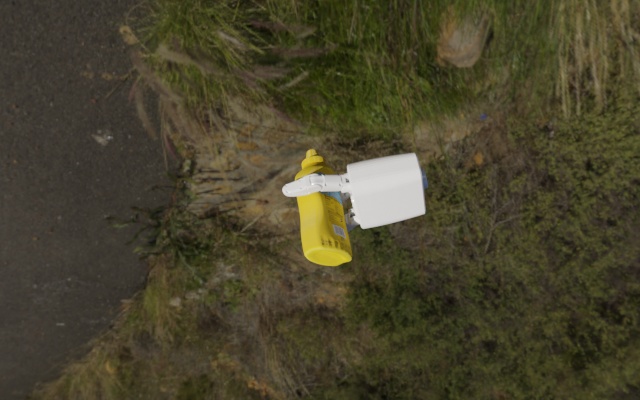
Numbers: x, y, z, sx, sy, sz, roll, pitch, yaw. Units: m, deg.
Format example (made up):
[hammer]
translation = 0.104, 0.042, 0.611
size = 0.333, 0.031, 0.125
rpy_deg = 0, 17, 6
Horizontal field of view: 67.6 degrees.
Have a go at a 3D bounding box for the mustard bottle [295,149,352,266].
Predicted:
[mustard bottle]
translation = 0.000, 0.003, 0.758
size = 0.058, 0.191, 0.096
rpy_deg = -24, -30, 28
